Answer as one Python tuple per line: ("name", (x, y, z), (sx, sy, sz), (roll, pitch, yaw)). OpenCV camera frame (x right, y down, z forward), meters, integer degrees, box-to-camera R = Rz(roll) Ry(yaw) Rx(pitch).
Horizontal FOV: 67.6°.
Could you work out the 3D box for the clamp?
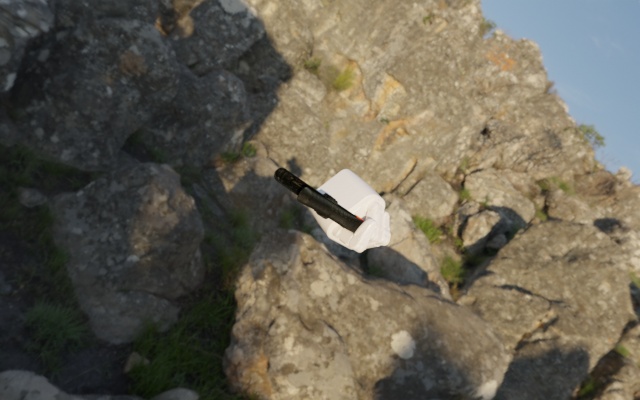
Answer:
("clamp", (0.001, 0.002, 0.775), (0.171, 0.039, 0.120), (35, 8, -41))
